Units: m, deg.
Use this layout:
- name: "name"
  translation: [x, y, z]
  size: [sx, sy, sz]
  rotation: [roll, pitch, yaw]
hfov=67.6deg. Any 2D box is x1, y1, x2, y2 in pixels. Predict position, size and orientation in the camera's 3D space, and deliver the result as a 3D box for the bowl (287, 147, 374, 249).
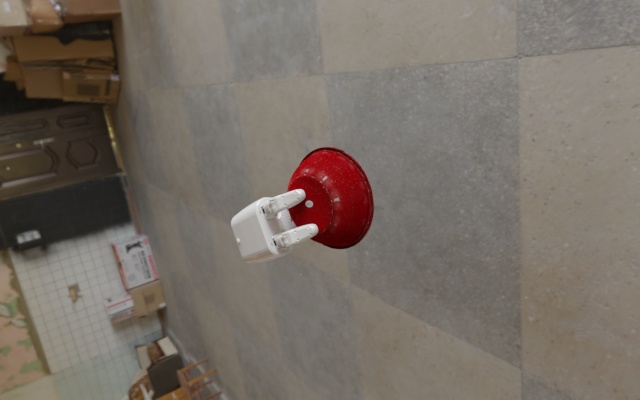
- name: "bowl"
  translation: [0.001, 0.002, 0.721]
  size: [0.162, 0.162, 0.055]
  rotation: [0, 11, 42]
